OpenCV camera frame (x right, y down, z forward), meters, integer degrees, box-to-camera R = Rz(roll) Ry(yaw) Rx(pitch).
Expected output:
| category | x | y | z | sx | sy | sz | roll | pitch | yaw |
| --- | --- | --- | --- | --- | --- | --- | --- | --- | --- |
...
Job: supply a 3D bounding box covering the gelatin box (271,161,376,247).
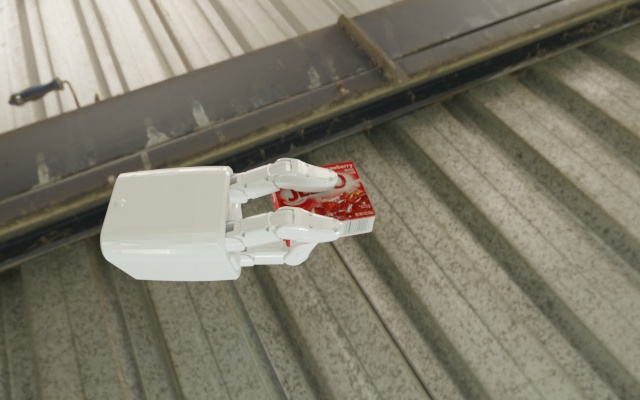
| category | x | y | z | sx | sy | sz | roll | pitch | yaw |
| --- | --- | --- | --- | --- | --- | --- | --- | --- | --- |
| gelatin box | 0.000 | 0.002 | 0.466 | 0.089 | 0.073 | 0.030 | -9 | -38 | -14 |
